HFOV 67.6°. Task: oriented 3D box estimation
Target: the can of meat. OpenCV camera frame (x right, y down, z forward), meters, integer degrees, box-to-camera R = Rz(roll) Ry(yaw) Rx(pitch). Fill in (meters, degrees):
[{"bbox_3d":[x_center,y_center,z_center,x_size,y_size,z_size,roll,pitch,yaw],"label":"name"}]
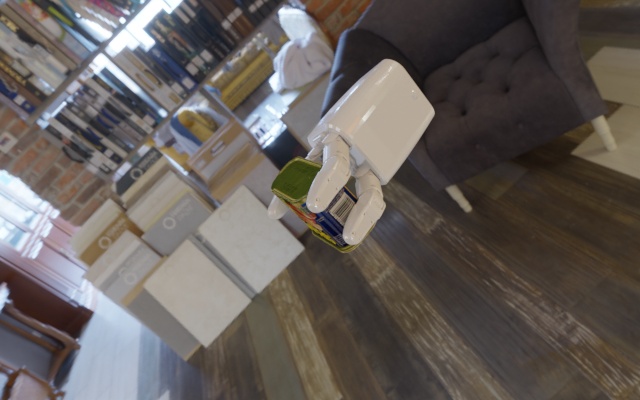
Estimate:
[{"bbox_3d":[0.000,0.002,0.525,0.084,0.057,0.102,45,-9,-27],"label":"can of meat"}]
